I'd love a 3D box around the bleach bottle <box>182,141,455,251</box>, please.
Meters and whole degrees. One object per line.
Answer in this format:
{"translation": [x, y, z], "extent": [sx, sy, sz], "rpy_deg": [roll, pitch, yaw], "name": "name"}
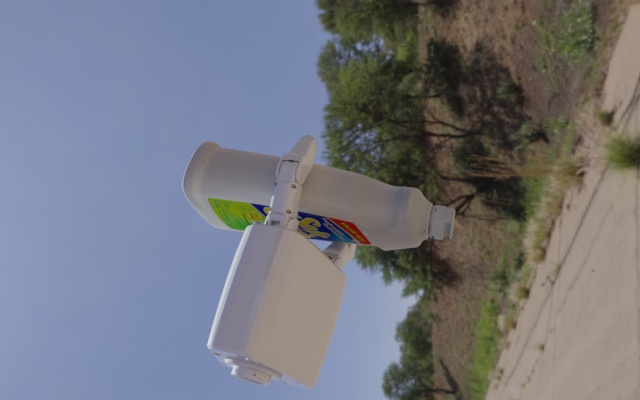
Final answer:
{"translation": [0.000, 0.002, 0.464], "extent": [0.251, 0.068, 0.103], "rpy_deg": [7, -29, 19], "name": "bleach bottle"}
